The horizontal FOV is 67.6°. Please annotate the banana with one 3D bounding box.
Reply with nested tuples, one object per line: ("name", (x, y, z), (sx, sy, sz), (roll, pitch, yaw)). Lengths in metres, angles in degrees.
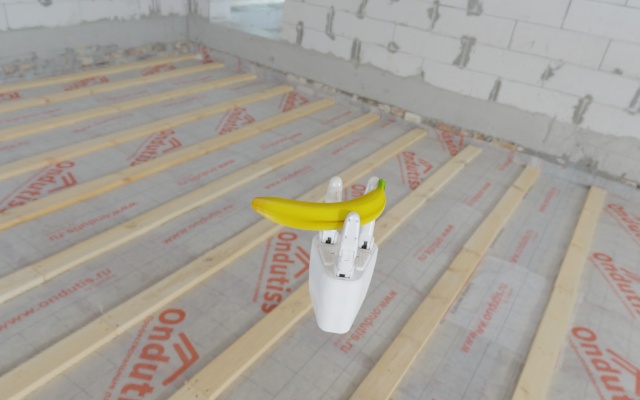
("banana", (0.010, 0.012, 0.640), (0.198, 0.037, 0.069), (-7, 36, -19))
